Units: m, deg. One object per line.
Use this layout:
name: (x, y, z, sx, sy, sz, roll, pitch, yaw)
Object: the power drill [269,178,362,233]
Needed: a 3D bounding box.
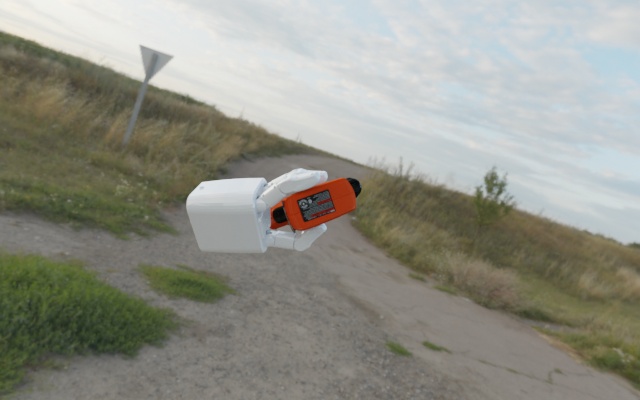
power drill: (0.000, 0.003, 0.787, 0.184, 0.057, 0.187, -22, 1, -10)
